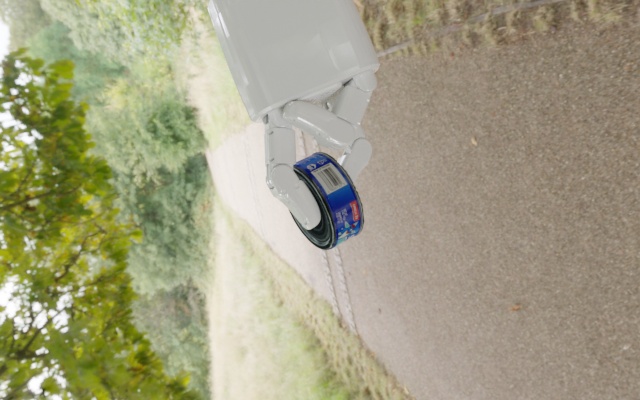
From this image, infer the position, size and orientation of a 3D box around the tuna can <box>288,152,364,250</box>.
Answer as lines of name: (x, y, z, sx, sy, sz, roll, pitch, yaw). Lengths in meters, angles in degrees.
tuna can: (0.000, 0.002, 0.435, 0.033, 0.086, 0.086, -27, 12, -24)
